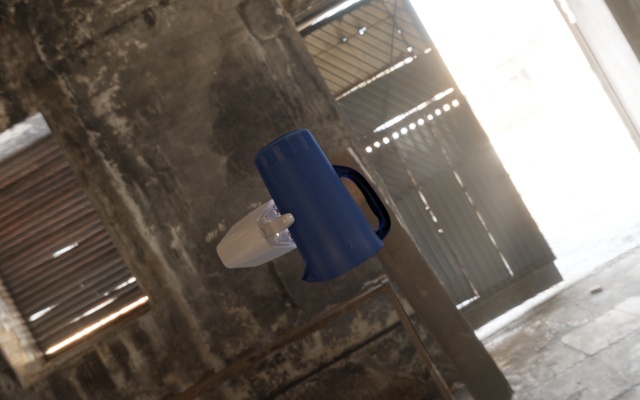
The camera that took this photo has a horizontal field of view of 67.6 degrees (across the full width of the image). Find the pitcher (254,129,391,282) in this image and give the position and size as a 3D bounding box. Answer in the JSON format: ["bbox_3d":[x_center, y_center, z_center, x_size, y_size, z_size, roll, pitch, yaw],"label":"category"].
[{"bbox_3d":[0.000,0.003,0.803,0.145,0.243,0.149,-30,-1,28],"label":"pitcher"}]
